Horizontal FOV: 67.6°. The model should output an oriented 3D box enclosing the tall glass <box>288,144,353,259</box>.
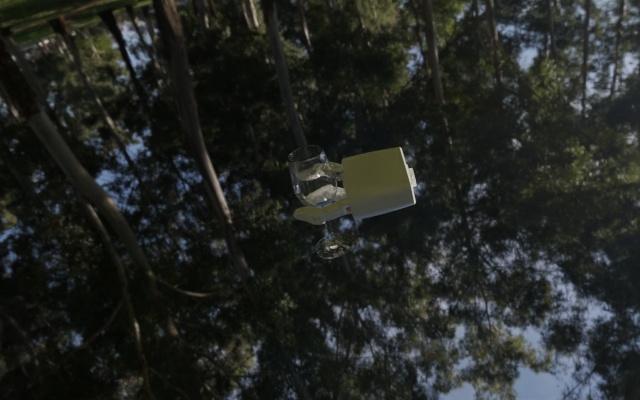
[{"bbox_3d":[0.000,0.003,0.845,0.079,0.201,0.079,-13,31,8],"label":"tall glass"}]
